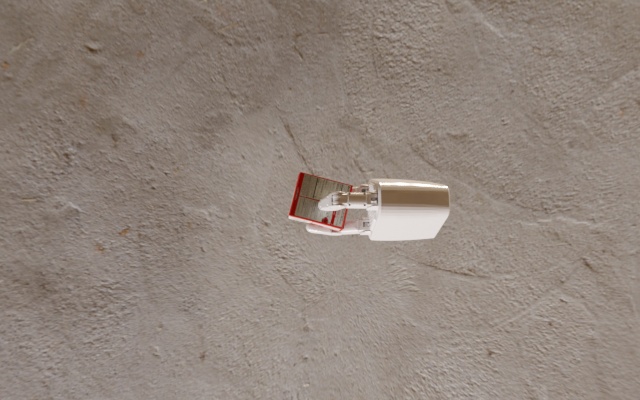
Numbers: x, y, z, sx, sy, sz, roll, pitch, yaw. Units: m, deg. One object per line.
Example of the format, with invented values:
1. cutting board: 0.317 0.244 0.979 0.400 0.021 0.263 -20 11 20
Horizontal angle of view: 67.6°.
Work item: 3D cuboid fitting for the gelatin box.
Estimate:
1. gelatin box: 0.000 0.002 0.752 0.089 0.073 0.030 14 -12 -6
